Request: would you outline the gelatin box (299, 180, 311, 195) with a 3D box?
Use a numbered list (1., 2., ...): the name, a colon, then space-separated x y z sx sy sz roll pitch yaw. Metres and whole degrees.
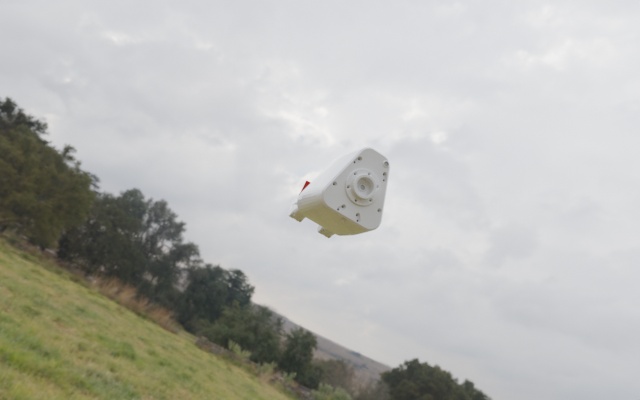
1. gelatin box: 0.000 0.002 0.797 0.073 0.030 0.089 27 -10 0
